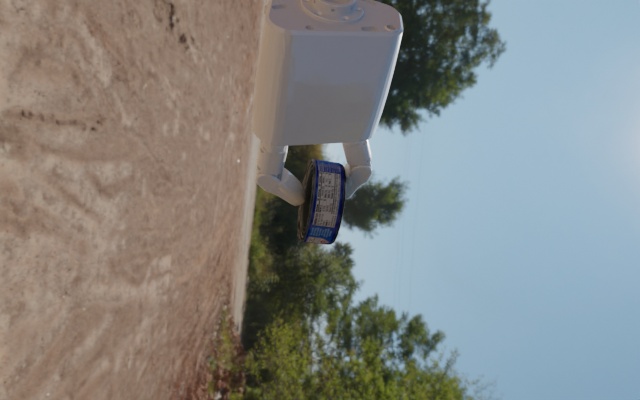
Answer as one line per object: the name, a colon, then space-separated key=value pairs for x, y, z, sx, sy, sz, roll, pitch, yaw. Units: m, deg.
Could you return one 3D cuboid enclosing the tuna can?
tuna can: x=0.001 y=0.002 z=0.485 sx=0.034 sy=0.086 sz=0.086 roll=8 pitch=-1 yaw=-9
